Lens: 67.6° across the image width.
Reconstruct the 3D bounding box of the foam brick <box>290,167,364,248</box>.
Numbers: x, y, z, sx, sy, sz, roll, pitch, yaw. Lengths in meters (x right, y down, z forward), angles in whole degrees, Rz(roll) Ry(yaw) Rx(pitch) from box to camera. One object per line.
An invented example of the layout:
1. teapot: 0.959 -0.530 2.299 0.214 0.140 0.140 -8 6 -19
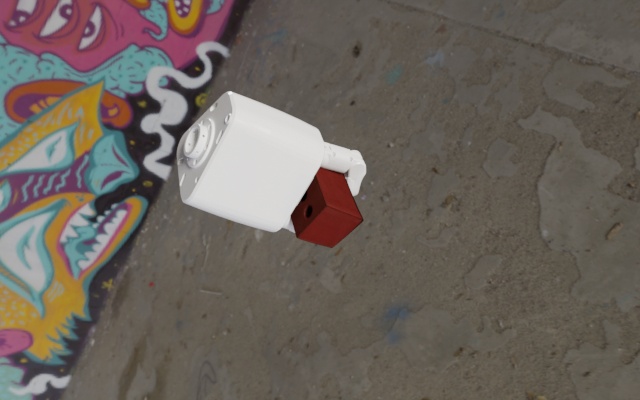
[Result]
1. foam brick: 0.000 0.002 0.505 0.051 0.078 0.053 20 -54 -38
